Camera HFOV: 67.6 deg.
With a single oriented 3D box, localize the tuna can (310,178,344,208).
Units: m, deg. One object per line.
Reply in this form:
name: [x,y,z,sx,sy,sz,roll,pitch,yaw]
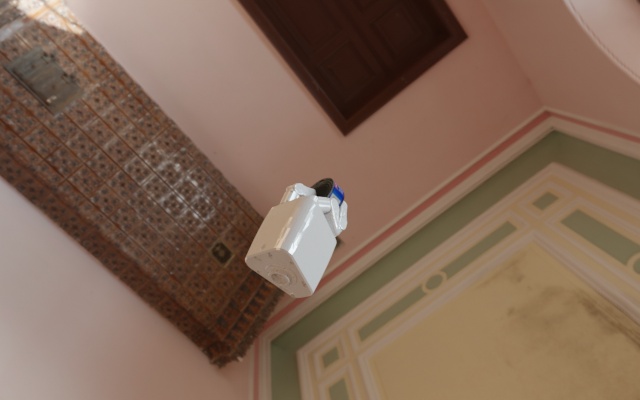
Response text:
tuna can: [0.001,0.003,0.838,0.034,0.086,0.086,45,-22,-24]
